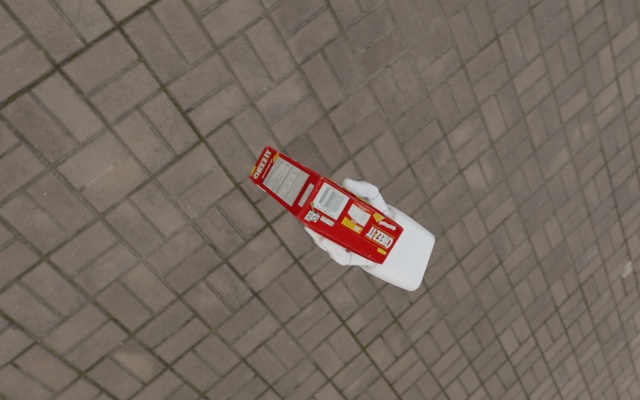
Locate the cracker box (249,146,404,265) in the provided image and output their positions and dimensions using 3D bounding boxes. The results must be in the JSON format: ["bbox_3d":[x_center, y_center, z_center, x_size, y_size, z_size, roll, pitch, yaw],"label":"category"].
[{"bbox_3d":[0.000,0.002,0.730,0.164,0.072,0.213,30,2,-31],"label":"cracker box"}]
